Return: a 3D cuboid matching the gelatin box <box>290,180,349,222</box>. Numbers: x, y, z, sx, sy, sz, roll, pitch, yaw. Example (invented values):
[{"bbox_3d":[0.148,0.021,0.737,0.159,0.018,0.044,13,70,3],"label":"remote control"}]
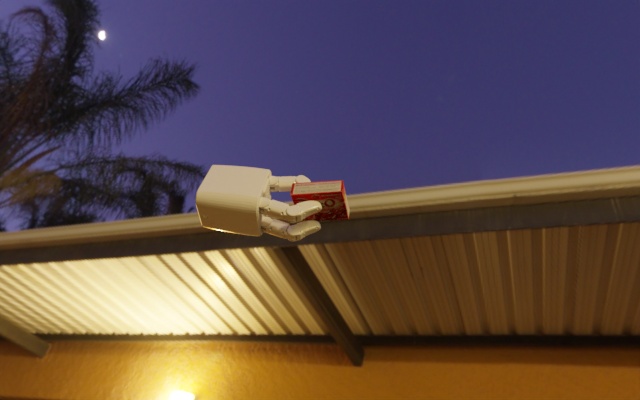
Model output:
[{"bbox_3d":[0.001,0.002,0.808,0.089,0.030,0.073,-4,-42,11],"label":"gelatin box"}]
